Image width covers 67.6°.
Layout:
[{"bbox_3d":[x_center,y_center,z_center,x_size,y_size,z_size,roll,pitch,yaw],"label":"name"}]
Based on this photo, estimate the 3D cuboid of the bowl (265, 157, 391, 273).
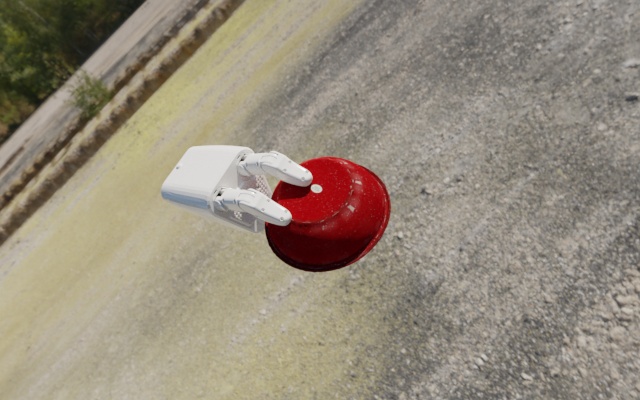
[{"bbox_3d":[0.001,0.002,0.572,0.162,0.162,0.055,0,-33,18],"label":"bowl"}]
